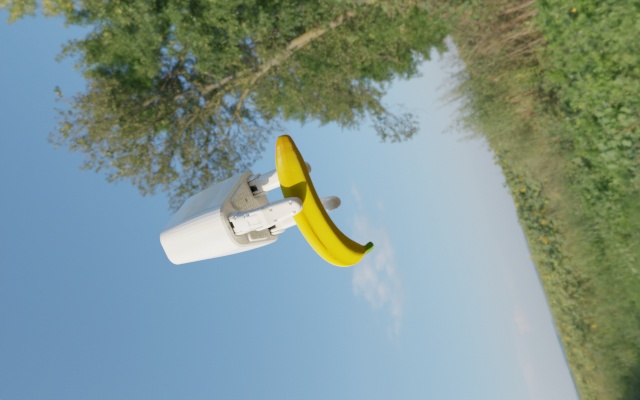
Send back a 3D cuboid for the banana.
[{"bbox_3d":[-0.002,0.017,0.551,0.037,0.198,0.069,-18,35,29],"label":"banana"}]
